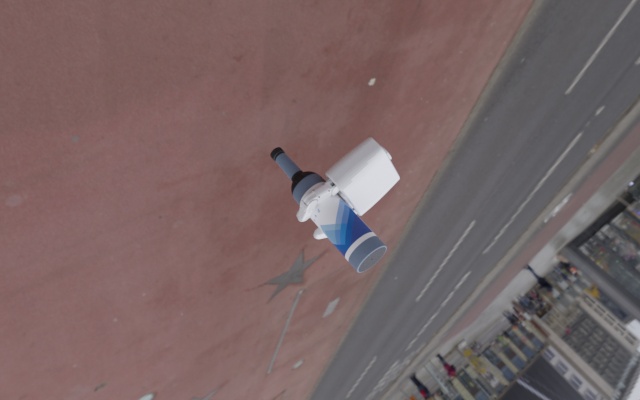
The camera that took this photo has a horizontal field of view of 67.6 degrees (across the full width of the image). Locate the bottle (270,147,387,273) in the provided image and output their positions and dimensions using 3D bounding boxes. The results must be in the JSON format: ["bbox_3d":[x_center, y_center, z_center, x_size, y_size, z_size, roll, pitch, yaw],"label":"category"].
[{"bbox_3d":[0.000,0.003,0.882,0.295,0.069,0.069,48,26,26],"label":"bottle"}]
